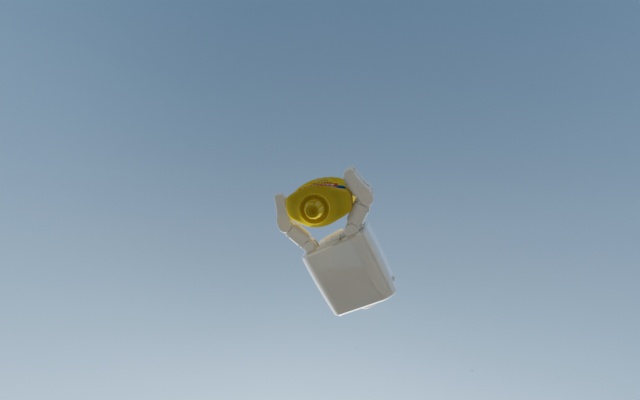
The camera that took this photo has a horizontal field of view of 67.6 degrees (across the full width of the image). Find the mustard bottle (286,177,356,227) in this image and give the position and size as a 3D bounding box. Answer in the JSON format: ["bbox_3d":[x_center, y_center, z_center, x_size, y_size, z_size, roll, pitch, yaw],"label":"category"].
[{"bbox_3d":[0.000,0.002,0.700,0.096,0.058,0.191,-4,8,7],"label":"mustard bottle"}]
